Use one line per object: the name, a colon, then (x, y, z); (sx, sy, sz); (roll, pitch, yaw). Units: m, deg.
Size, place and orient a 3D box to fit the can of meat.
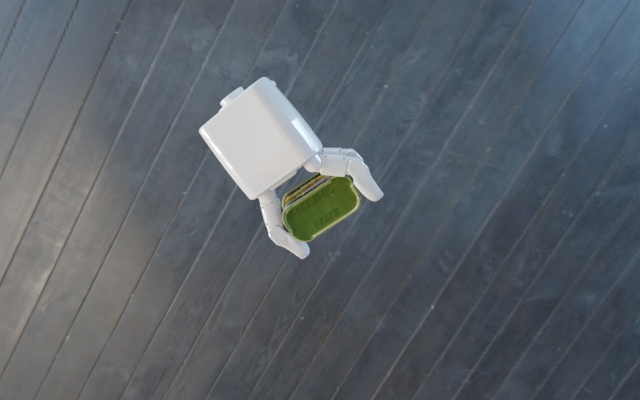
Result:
can of meat: (0.000, 0.002, 0.604); (0.102, 0.057, 0.084); (-34, 11, 5)
